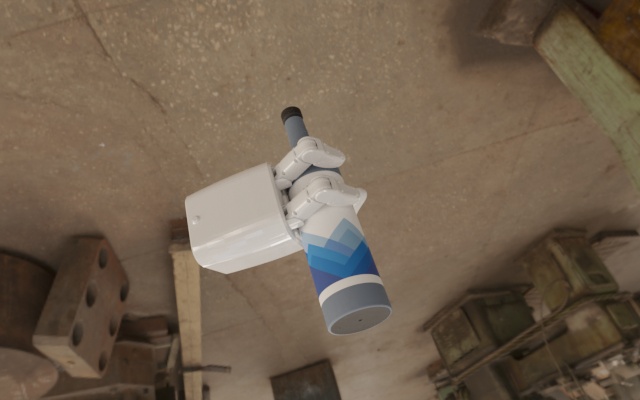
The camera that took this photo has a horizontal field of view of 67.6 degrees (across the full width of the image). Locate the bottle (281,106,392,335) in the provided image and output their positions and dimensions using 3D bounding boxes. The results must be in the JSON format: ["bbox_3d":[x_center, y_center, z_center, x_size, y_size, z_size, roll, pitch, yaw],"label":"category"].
[{"bbox_3d":[0.000,0.002,0.548,0.069,0.295,0.069,-13,-34,-9],"label":"bottle"}]
